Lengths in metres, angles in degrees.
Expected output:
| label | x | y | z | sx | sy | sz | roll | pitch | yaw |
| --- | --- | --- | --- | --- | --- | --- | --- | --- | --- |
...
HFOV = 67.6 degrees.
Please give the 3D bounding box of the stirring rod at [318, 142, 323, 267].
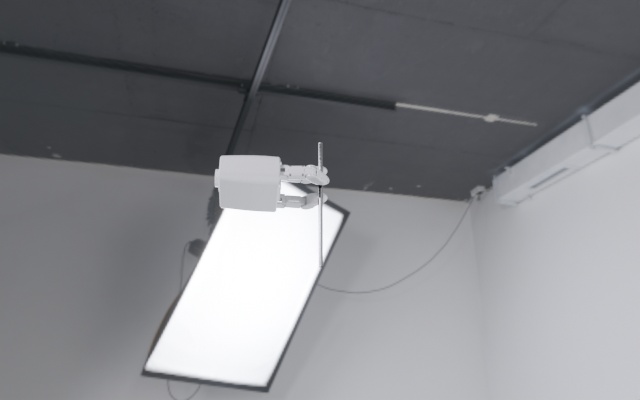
| label | x | y | z | sx | sy | sz | roll | pitch | yaw |
| --- | --- | --- | --- | --- | --- | --- | --- | --- | --- |
| stirring rod | 0.000 | 0.003 | 0.871 | 0.011 | 0.239 | 0.011 | 0 | -21 | 0 |
